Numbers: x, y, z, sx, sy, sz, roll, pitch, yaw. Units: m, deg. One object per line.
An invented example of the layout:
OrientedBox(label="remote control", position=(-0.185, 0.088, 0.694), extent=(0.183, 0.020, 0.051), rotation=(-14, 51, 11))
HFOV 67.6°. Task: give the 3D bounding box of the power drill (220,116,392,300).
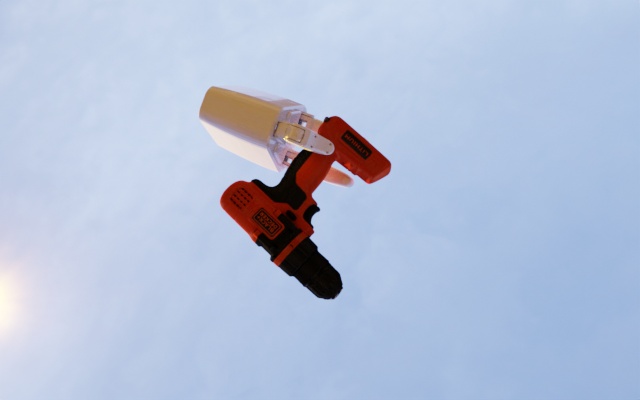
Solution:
OrientedBox(label="power drill", position=(0.000, 0.001, 0.587), extent=(0.184, 0.187, 0.057), rotation=(43, -16, 4))
